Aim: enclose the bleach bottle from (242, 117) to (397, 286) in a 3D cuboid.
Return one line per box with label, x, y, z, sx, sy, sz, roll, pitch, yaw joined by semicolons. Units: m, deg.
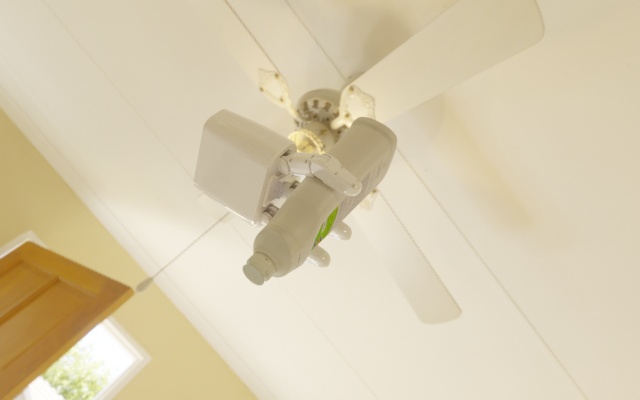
bleach bottle;0.000;0.002;0.560;0.068;0.103;0.250;30;48;16
